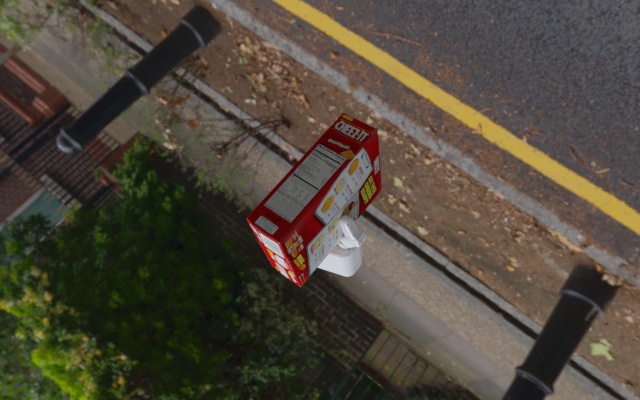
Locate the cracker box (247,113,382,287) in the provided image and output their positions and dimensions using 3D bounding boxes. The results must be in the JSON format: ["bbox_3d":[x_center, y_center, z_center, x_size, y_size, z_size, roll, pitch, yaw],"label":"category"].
[{"bbox_3d":[0.000,0.003,0.703,0.072,0.213,0.164,32,-20,24],"label":"cracker box"}]
